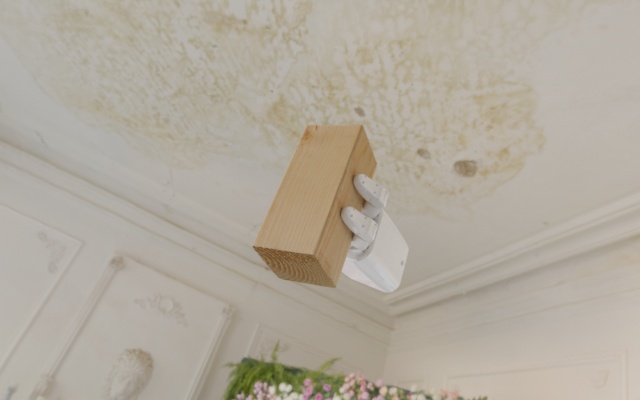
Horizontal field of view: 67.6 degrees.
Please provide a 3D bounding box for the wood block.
[{"bbox_3d":[0.000,0.002,0.652,0.091,0.206,0.090,4,-34,27],"label":"wood block"}]
